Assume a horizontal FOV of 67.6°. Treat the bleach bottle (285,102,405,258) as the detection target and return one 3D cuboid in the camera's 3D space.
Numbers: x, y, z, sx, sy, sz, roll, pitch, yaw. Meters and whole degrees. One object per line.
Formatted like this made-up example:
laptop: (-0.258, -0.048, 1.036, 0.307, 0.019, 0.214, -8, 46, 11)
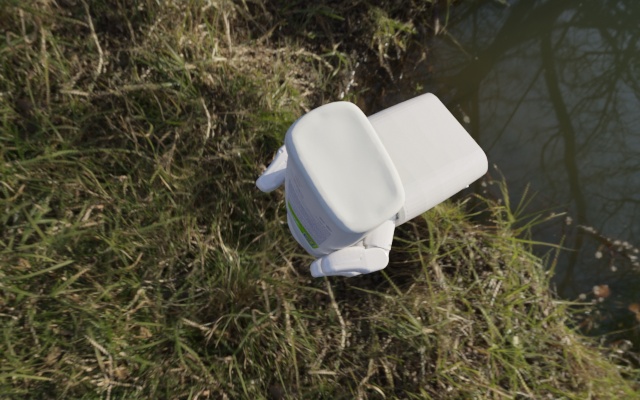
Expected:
bleach bottle: (0.000, 0.002, 0.466, 0.068, 0.102, 0.251, -28, -6, -14)
